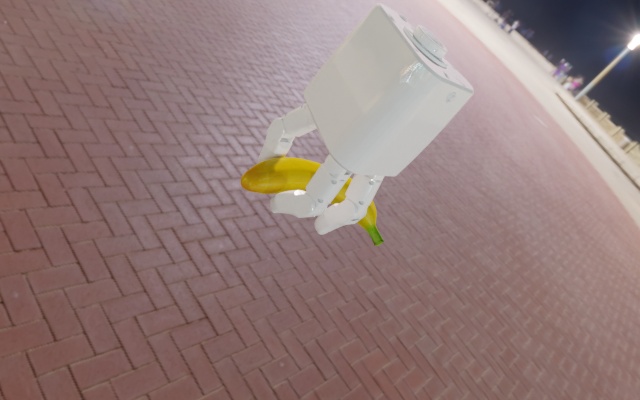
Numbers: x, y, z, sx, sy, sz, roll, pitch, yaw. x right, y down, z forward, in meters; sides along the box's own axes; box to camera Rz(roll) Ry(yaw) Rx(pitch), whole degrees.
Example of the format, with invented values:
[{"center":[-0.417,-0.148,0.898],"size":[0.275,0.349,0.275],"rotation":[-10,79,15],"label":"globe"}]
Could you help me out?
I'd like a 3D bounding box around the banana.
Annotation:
[{"center":[-0.001,-0.011,0.520],"size":[0.198,0.069,0.037],"rotation":[23,-53,-34],"label":"banana"}]
